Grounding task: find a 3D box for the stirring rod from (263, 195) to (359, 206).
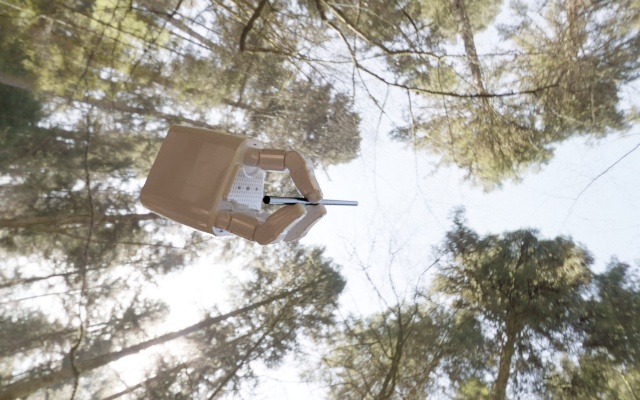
[{"bbox_3d":[0.000,0.002,0.531,0.011,0.011,0.239,0,-1,23],"label":"stirring rod"}]
